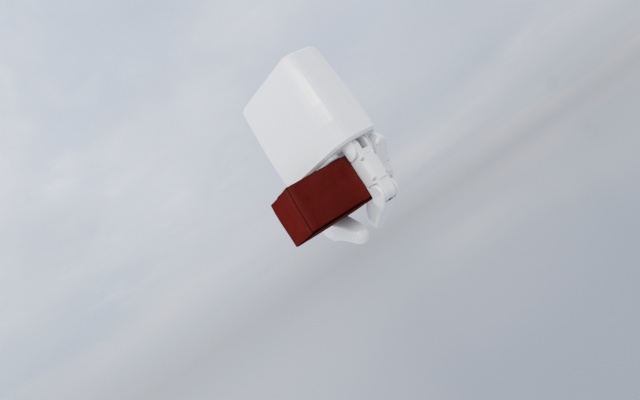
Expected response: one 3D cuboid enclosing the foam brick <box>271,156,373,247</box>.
[{"bbox_3d":[0.000,0.002,0.471,0.078,0.051,0.053,-31,-5,-30],"label":"foam brick"}]
